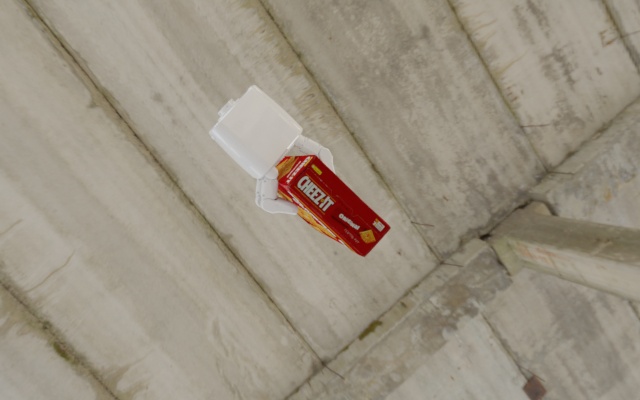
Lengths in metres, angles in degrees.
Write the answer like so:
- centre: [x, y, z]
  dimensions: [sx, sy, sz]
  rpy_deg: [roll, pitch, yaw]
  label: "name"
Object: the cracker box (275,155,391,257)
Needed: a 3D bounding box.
- centre: [0.000, 0.002, 0.794]
  dimensions: [0.164, 0.072, 0.213]
  rpy_deg: [42, -6, -15]
  label: "cracker box"
